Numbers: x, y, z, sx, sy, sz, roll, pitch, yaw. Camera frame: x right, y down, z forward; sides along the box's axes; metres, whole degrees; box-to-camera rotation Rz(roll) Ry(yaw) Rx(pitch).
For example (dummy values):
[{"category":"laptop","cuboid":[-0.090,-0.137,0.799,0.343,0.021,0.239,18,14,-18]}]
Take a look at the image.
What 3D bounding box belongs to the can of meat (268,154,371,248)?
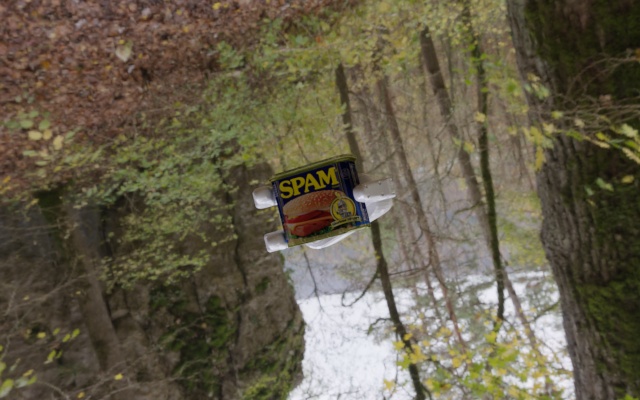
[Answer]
[{"category":"can of meat","cuboid":[0.000,0.002,0.542,0.102,0.084,0.057,-15,-4,17]}]
